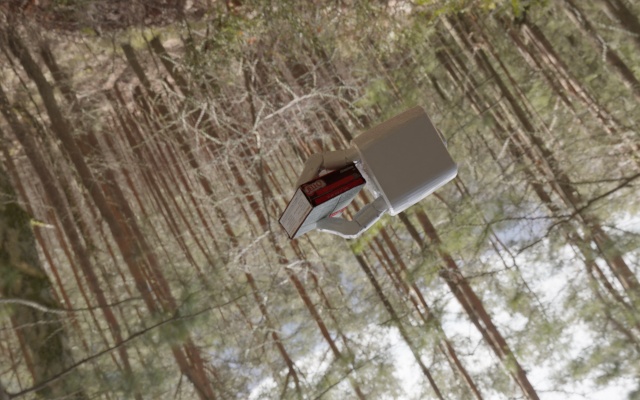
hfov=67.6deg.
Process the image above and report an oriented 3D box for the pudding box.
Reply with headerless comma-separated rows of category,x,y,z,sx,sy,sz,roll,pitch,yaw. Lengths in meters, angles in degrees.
pudding box,0.000,0.002,0.643,0.090,0.039,0.113,-24,-17,-29
